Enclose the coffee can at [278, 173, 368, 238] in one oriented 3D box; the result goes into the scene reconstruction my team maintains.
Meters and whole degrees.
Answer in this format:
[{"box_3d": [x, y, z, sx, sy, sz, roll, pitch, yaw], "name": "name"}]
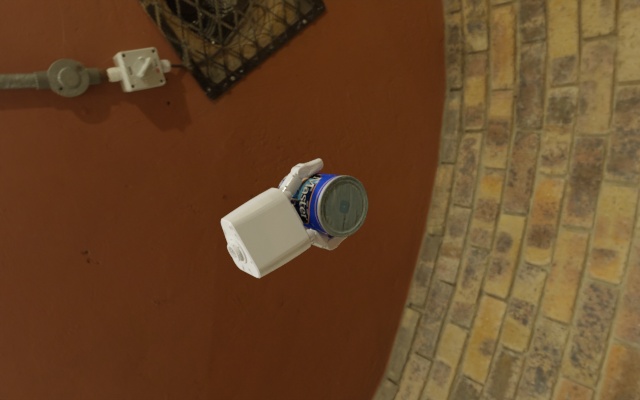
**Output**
[{"box_3d": [0.000, 0.003, 0.839, 0.103, 0.103, 0.140, 0, 6, -35], "name": "coffee can"}]
